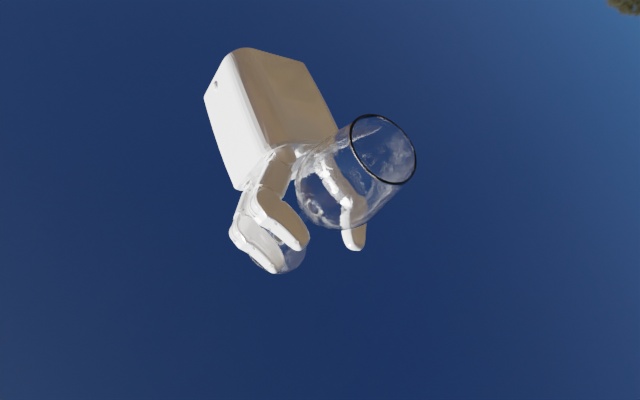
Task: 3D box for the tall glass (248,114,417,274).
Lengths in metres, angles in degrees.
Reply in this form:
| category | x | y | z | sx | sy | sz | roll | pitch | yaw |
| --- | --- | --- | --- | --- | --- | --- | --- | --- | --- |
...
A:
| category | x | y | z | sx | sy | sz | roll | pitch | yaw |
| --- | --- | --- | --- | --- | --- | --- | --- | --- | --- |
| tall glass | 0.000 | 0.002 | 0.436 | 0.079 | 0.079 | 0.201 | 0 | -24 | -32 |
